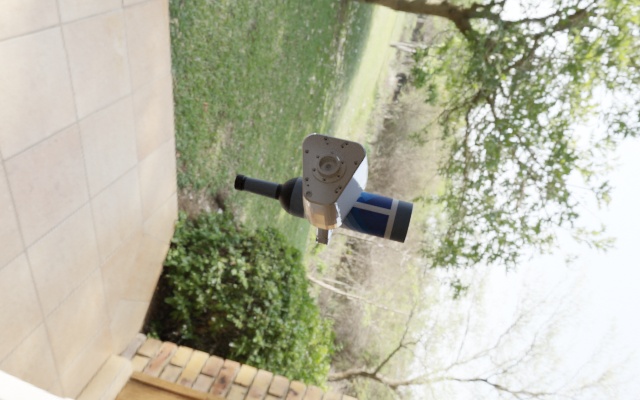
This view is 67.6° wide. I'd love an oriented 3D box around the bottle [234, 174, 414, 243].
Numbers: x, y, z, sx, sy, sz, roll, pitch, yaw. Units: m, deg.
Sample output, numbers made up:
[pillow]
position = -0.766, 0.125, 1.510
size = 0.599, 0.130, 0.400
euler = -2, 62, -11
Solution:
[bottle]
position = 0.000, 0.003, 0.787
size = 0.295, 0.069, 0.069
euler = 14, 2, 8
